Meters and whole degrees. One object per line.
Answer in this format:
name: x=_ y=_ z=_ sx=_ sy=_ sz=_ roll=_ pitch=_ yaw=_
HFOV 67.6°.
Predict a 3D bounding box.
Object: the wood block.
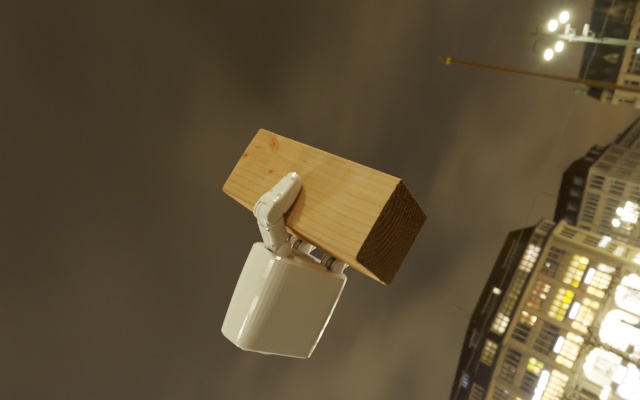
wood block: x=0.000 y=0.002 z=0.537 sx=0.206 sy=0.090 sz=0.091 roll=24 pitch=-11 yaw=37
